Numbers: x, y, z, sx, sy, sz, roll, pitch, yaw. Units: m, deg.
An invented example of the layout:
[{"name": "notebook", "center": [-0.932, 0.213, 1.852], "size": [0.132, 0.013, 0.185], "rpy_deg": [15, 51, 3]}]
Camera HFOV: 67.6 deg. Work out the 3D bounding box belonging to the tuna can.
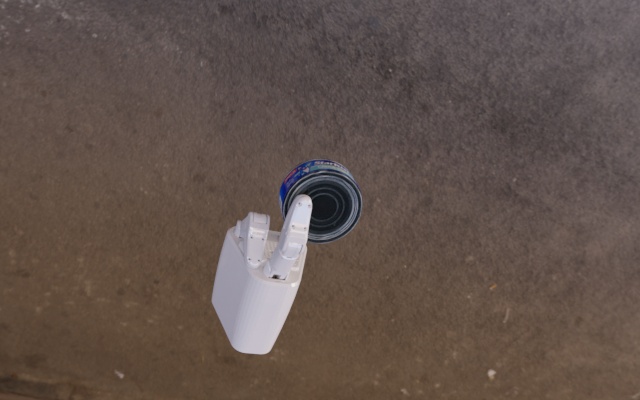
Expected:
[{"name": "tuna can", "center": [0.000, 0.002, 0.500], "size": [0.086, 0.086, 0.033], "rpy_deg": [0, 25, -11]}]
